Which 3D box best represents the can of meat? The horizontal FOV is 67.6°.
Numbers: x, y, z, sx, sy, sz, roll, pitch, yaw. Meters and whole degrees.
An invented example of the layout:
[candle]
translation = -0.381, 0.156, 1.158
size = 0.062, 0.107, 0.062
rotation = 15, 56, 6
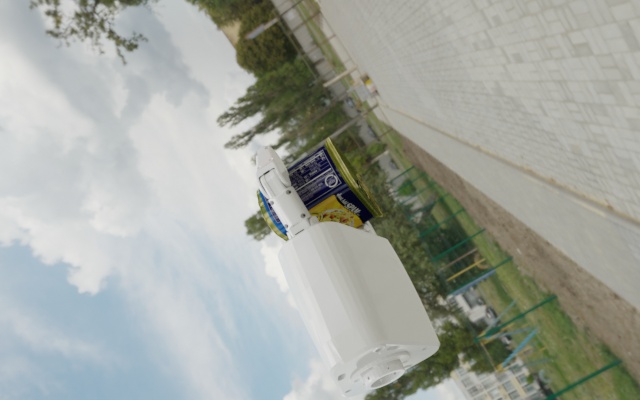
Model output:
[can of meat]
translation = 0.000, 0.002, 0.446
size = 0.084, 0.057, 0.102
rotation = -33, -32, 9
